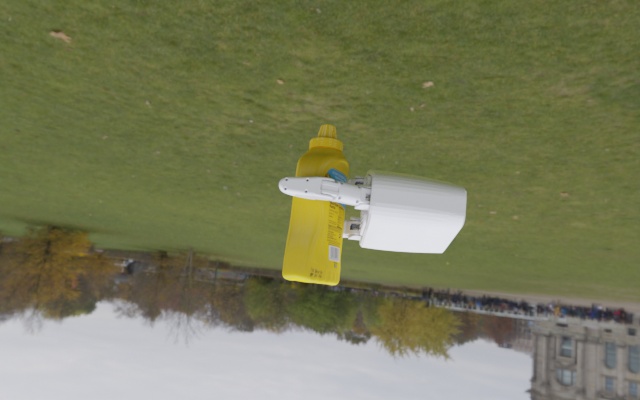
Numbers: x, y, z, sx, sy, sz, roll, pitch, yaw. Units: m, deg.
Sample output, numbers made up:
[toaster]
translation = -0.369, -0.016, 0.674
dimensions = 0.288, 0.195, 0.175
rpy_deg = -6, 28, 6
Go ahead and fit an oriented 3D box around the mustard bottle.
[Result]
[mustard bottle]
translation = 0.000, 0.002, 0.571
dimensions = 0.058, 0.191, 0.096
rpy_deg = 2, -11, 25
